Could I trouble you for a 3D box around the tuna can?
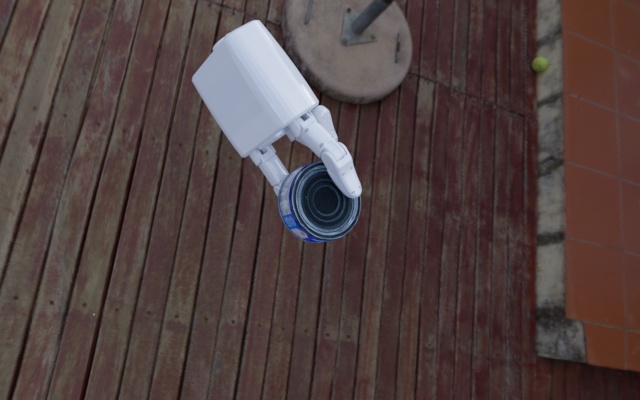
[{"bbox_3d":[0.000,0.002,0.509,0.086,0.086,0.034,0,-7,-29],"label":"tuna can"}]
